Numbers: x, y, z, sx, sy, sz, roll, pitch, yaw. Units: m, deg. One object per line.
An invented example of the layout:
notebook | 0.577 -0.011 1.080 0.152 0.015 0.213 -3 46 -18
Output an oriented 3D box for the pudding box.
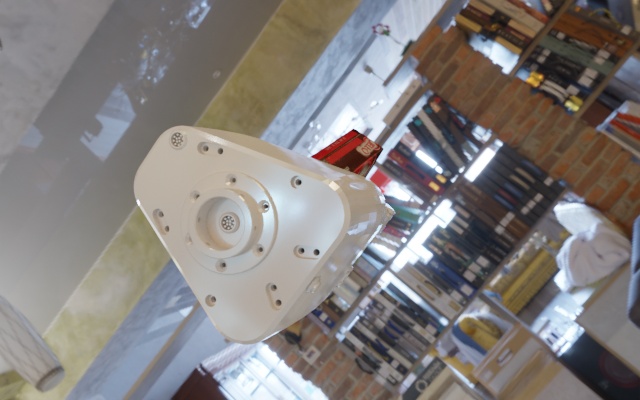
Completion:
pudding box | 0.000 0.001 0.411 0.039 0.113 0.090 39 37 10
